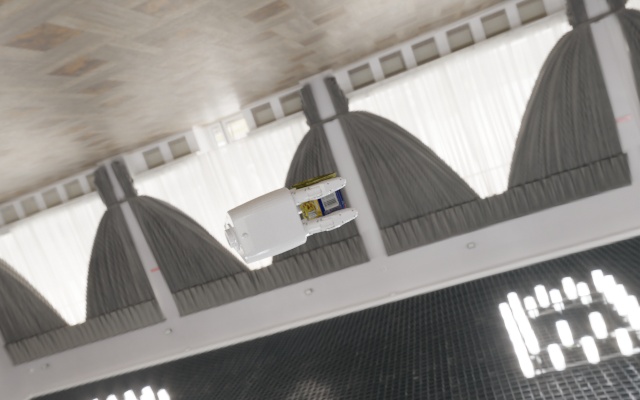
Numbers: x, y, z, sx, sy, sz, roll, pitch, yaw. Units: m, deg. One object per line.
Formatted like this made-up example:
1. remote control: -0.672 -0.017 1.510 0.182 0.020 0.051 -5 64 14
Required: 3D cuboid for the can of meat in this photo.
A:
1. can of meat: 0.000 0.003 0.825 0.057 0.084 0.102 -22 6 -24
